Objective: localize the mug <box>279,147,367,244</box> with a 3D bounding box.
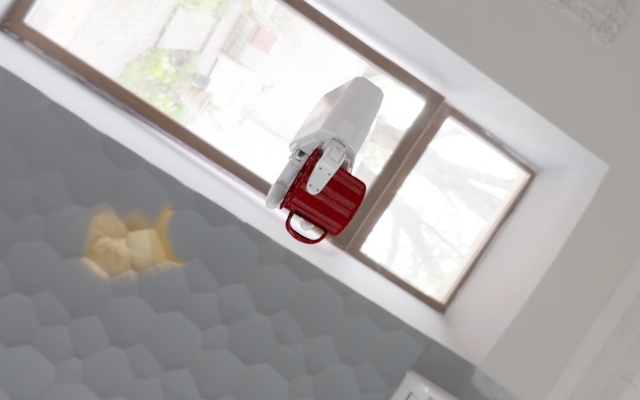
[{"bbox_3d":[0.000,0.003,0.606,0.081,0.117,0.093,32,-25,-8],"label":"mug"}]
